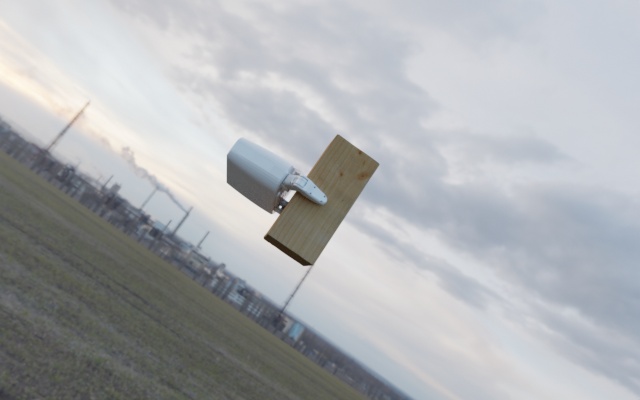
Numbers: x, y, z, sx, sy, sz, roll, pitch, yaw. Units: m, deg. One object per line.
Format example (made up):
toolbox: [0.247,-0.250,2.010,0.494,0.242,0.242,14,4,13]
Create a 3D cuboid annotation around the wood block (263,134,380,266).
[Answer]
wood block: [0.000,0.002,0.817,0.090,0.206,0.091,35,-14,-5]
